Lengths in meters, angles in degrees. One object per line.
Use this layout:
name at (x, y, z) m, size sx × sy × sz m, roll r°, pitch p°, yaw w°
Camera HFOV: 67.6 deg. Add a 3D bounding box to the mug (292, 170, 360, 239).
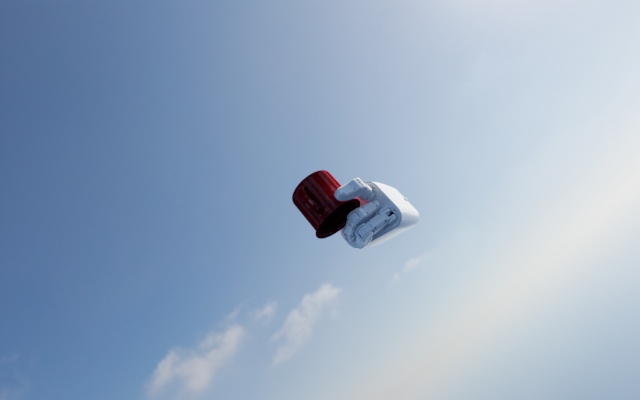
mug at (-0.001, 0.002, 0.791) m, size 0.081 × 0.093 × 0.117 m, roll 49°, pitch 18°, yaw 24°
